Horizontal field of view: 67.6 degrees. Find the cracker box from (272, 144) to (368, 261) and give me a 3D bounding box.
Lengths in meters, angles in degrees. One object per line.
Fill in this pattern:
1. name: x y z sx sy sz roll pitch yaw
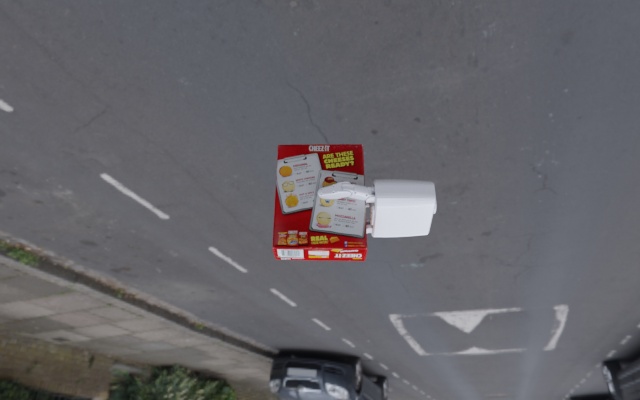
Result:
1. cracker box: 0.000 0.003 0.879 0.164 0.213 0.072 0 -28 0
